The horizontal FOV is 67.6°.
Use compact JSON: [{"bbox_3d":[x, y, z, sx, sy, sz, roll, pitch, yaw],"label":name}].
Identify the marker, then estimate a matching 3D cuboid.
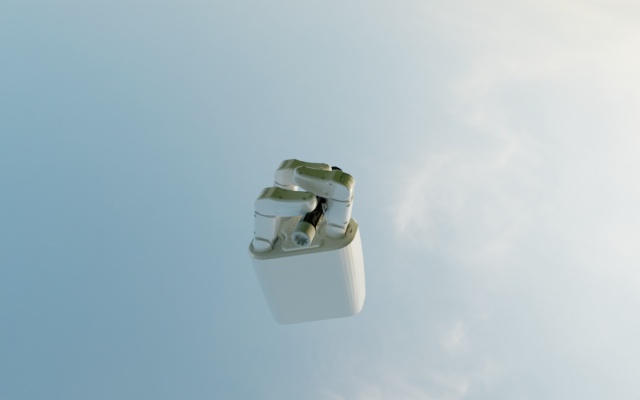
[{"bbox_3d":[0.000,0.002,0.476,0.020,0.020,0.121,0,34,21],"label":"marker"}]
